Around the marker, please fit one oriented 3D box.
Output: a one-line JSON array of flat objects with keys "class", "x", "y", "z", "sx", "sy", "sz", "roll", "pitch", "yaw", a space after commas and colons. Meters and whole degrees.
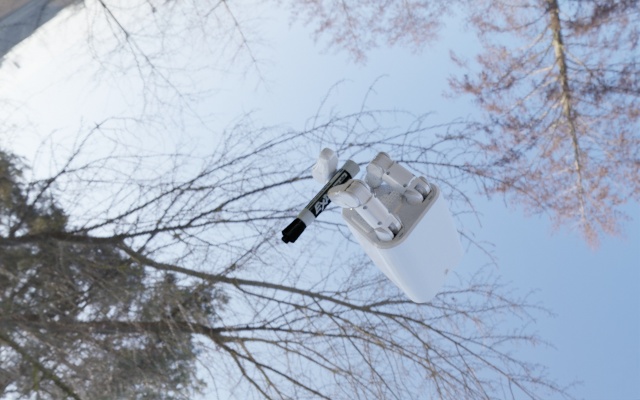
[{"class": "marker", "x": 0.000, "y": 0.002, "z": 0.526, "sx": 0.121, "sy": 0.020, "sz": 0.020, "roll": -47, "pitch": 20, "yaw": -20}]
